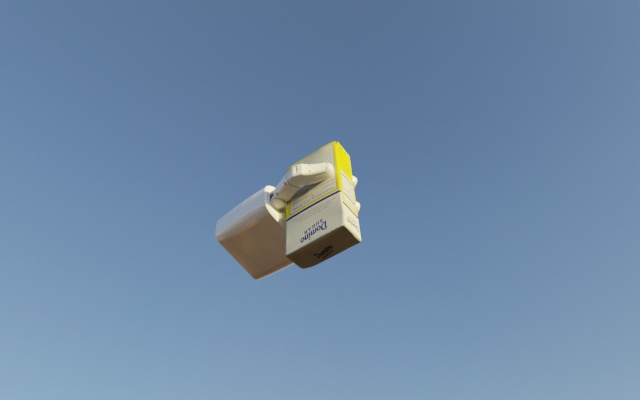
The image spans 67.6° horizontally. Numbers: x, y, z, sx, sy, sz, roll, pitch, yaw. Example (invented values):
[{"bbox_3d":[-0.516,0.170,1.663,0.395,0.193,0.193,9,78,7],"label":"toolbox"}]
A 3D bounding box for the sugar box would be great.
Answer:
[{"bbox_3d":[0.000,0.002,0.654,0.093,0.176,0.048,-29,-50,22],"label":"sugar box"}]
